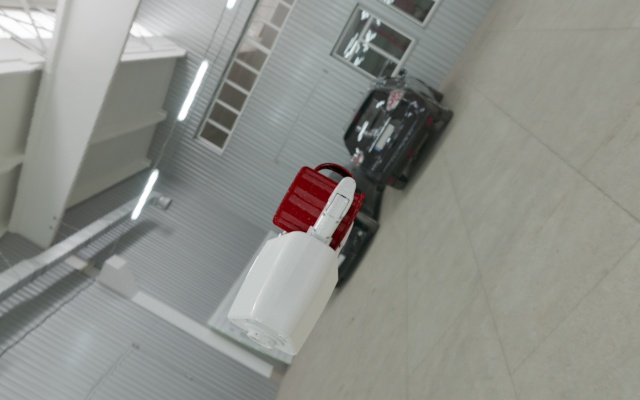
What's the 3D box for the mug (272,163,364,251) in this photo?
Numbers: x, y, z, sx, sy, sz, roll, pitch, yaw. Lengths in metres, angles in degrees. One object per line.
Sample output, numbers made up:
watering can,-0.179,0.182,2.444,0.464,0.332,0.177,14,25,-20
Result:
mug,0.001,0.001,0.580,0.081,0.117,0.093,29,-26,-2
